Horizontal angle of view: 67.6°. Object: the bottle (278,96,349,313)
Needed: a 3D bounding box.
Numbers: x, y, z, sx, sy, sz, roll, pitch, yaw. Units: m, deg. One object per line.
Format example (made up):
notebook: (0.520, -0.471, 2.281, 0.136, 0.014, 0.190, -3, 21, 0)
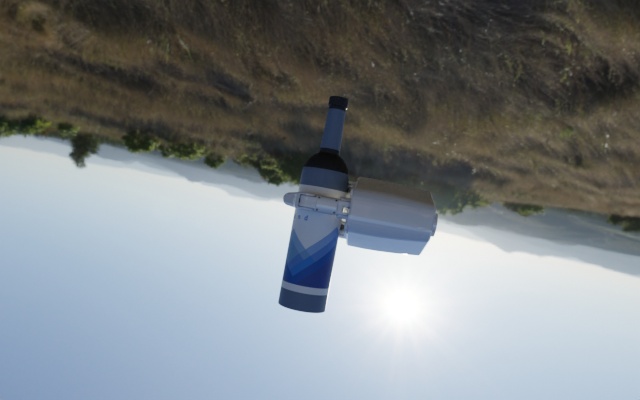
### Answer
bottle: (0.000, 0.002, 0.663, 0.069, 0.295, 0.069, 10, -2, 0)
